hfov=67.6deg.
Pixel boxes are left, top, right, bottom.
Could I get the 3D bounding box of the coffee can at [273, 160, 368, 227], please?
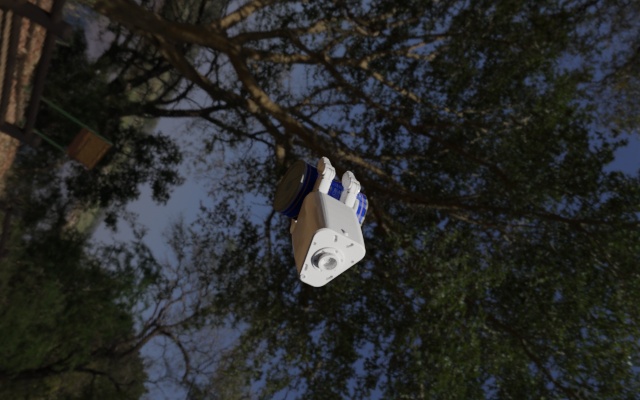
[{"bbox_3d":[0.000,0.003,0.869,0.140,0.103,0.103,28,-11,-22],"label":"coffee can"}]
